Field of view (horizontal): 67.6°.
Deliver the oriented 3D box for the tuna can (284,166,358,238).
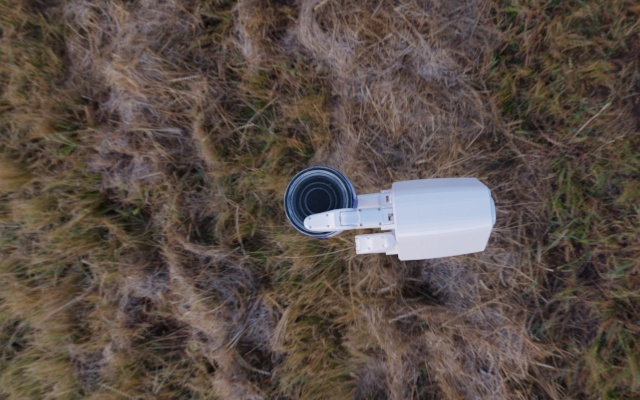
[{"bbox_3d":[0.000,0.002,0.572,0.086,0.086,0.034,0,-4,13],"label":"tuna can"}]
